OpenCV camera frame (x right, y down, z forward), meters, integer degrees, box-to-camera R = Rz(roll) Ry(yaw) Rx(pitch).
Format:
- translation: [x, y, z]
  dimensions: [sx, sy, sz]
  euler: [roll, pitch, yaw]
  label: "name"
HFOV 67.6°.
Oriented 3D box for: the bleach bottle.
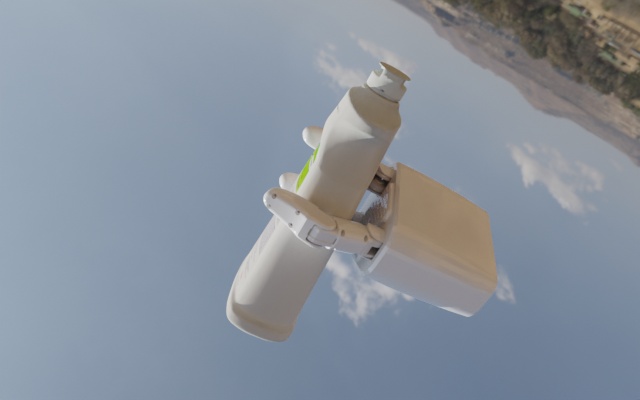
- translation: [0.000, 0.001, 0.415]
  dimensions: [0.068, 0.251, 0.102]
  euler: [25, 26, -11]
  label: "bleach bottle"
